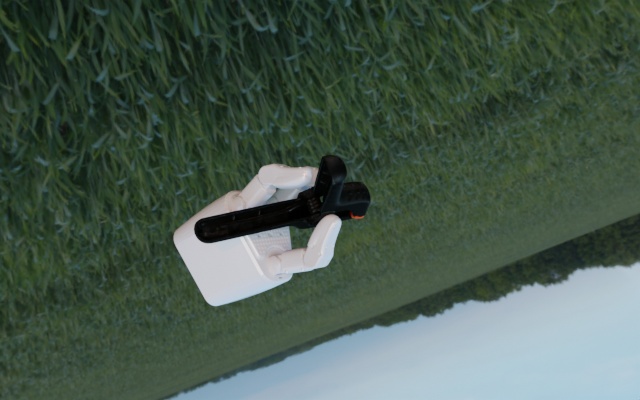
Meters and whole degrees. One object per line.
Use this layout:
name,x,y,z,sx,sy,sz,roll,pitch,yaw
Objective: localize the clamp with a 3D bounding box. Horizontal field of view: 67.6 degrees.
clamp,0.000,0.002,0.490,0.164,0.036,0.210,-26,-14,34
